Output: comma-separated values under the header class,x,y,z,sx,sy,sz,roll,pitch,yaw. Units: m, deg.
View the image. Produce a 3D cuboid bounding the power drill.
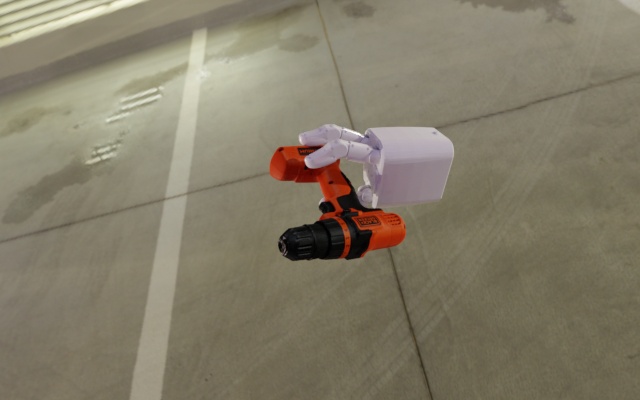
class,x,y,z,sx,sy,sz,roll,pitch,yaw
power drill,0.000,0.002,0.643,0.184,0.057,0.187,-4,45,-34
